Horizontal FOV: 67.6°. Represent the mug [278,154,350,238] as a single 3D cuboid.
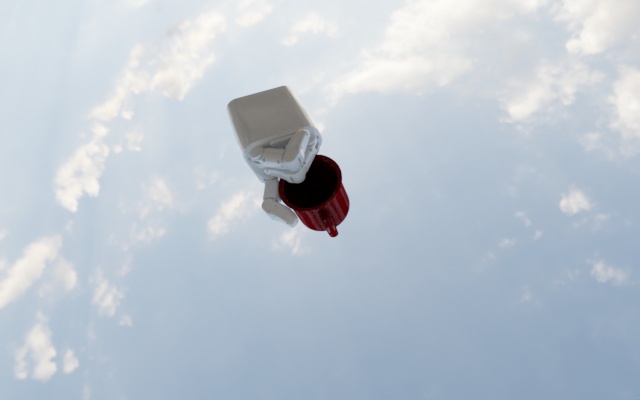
[{"bbox_3d":[0.001,0.003,0.689,0.093,0.117,0.081,-27,-33,1],"label":"mug"}]
